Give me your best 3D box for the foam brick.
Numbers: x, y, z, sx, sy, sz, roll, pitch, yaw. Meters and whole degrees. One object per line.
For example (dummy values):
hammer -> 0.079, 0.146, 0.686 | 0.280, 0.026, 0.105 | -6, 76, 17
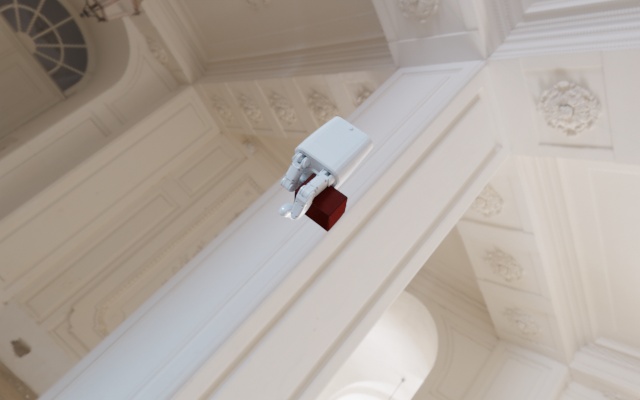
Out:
foam brick -> 0.000, 0.003, 0.810 | 0.078, 0.051, 0.053 | 36, -29, 18
